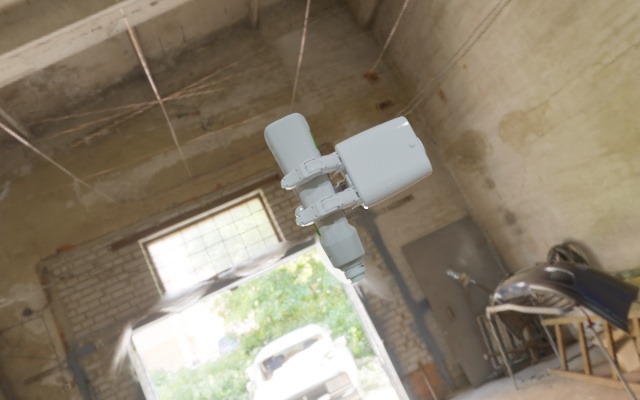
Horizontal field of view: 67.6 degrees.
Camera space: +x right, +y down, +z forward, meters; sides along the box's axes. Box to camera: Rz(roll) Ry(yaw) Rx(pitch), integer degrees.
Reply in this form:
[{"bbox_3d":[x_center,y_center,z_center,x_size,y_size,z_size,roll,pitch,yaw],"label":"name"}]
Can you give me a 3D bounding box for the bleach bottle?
[{"bbox_3d":[0.000,0.002,0.697,0.068,0.251,0.102,-26,-9,-1],"label":"bleach bottle"}]
